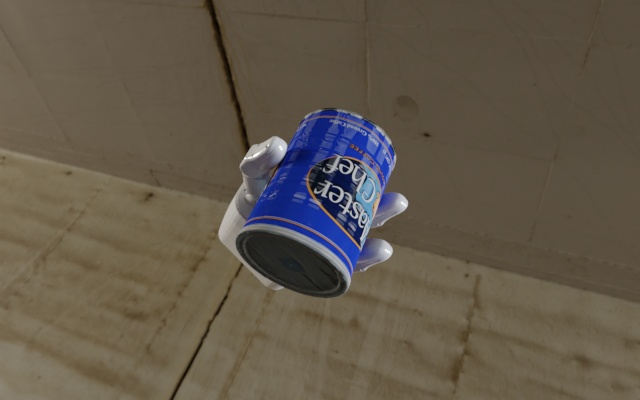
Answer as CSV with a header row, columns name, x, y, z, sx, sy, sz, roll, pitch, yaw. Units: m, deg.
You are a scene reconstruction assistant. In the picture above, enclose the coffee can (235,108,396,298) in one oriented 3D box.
name,x,y,z,sx,sy,sz,roll,pitch,yaw
coffee can,0.000,0.001,0.433,0.103,0.140,0.103,18,-32,12
